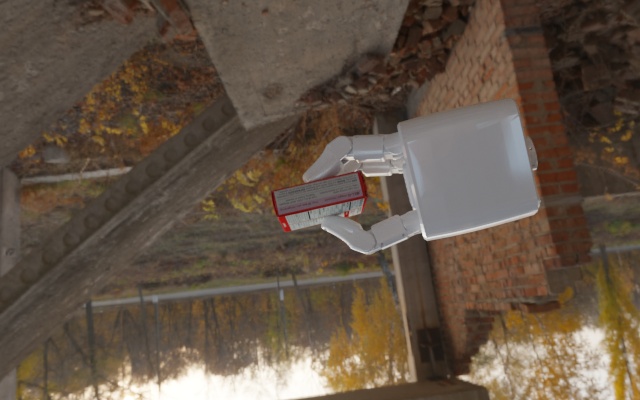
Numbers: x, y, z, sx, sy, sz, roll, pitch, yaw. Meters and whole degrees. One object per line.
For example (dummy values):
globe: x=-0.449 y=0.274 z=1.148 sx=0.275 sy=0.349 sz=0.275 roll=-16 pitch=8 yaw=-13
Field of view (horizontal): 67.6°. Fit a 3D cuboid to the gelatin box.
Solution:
gelatin box: x=0.000 y=0.002 z=0.474 sx=0.089 sy=0.030 sz=0.073 roll=-14 pitch=-14 yaw=-2
